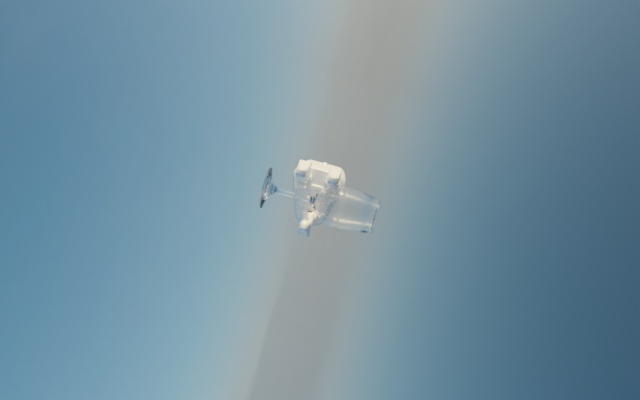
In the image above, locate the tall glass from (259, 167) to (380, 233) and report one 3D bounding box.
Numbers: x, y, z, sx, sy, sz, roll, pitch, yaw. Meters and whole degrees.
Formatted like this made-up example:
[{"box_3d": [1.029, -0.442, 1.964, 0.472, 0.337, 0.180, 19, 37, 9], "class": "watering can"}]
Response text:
[{"box_3d": [-0.001, 0.003, 0.835, 0.201, 0.079, 0.079, 15, 0, 2], "class": "tall glass"}]
